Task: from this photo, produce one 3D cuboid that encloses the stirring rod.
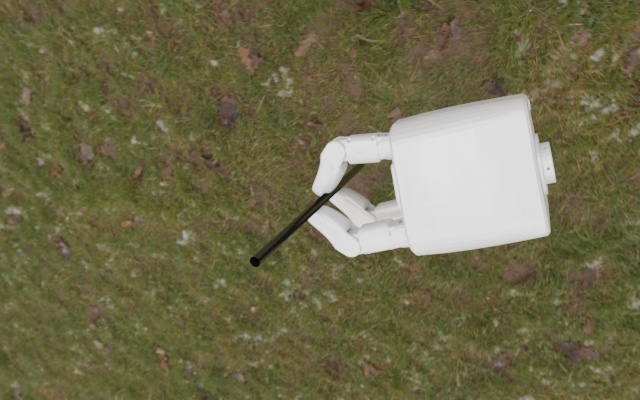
[{"bbox_3d":[0.000,0.001,0.433,0.011,0.011,0.239,0,20,24],"label":"stirring rod"}]
